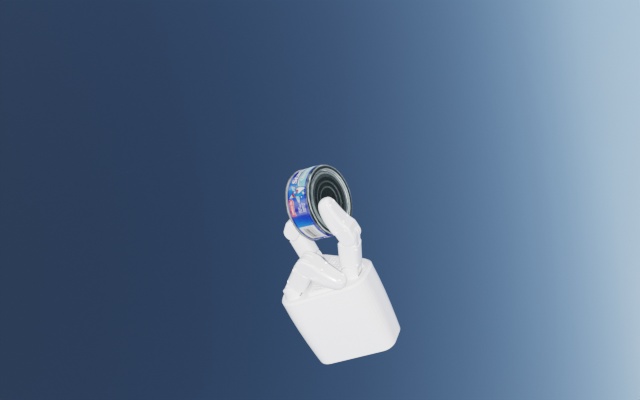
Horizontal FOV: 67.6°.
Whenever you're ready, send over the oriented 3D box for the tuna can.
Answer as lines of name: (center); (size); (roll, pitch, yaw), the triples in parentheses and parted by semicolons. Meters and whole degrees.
tuna can: (0.000, 0.002, 0.558); (0.034, 0.086, 0.086); (-14, -9, 38)
